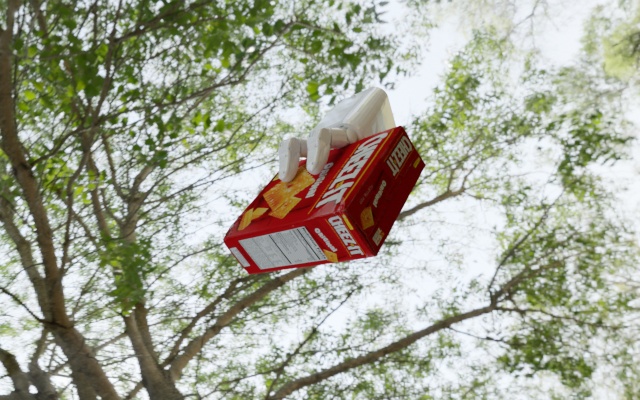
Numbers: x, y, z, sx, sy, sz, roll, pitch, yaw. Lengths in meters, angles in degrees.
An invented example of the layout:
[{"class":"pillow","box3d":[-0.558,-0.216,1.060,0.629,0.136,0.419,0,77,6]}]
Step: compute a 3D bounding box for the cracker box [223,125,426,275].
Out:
[{"class":"cracker box","box3d":[0.000,0.002,0.588,0.214,0.072,0.164,-15,29,43]}]
